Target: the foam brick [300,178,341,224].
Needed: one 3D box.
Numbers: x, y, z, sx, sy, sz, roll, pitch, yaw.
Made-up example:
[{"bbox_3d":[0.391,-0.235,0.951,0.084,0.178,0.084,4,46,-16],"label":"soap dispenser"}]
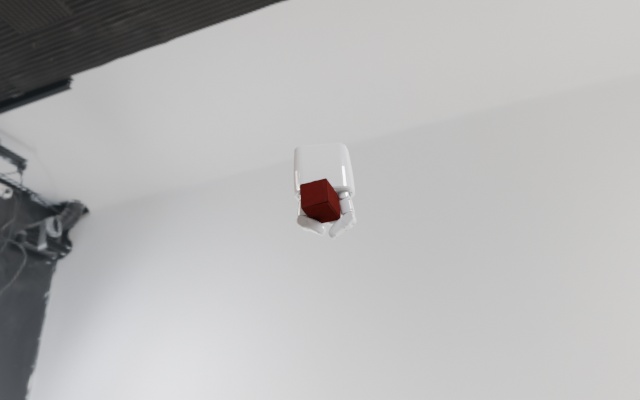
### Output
[{"bbox_3d":[0.000,0.003,0.874,0.053,0.051,0.078,-12,-29,15],"label":"foam brick"}]
